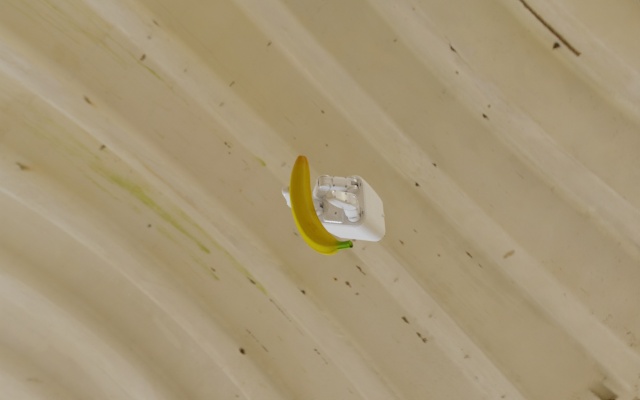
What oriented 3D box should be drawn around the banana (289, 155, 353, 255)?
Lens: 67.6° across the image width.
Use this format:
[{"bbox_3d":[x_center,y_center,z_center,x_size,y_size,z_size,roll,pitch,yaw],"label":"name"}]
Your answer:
[{"bbox_3d":[-0.013,0.016,0.752,0.069,0.197,0.037,-36,-34,11],"label":"banana"}]
